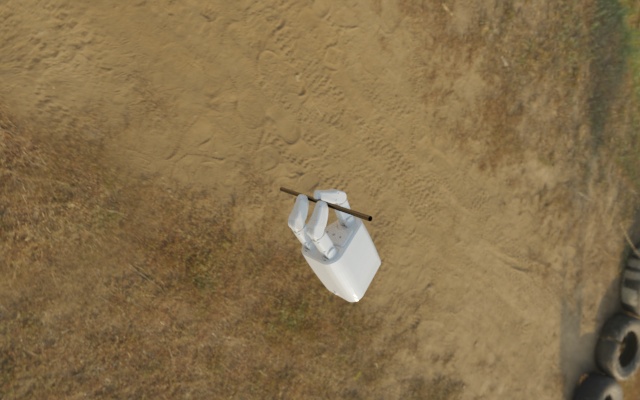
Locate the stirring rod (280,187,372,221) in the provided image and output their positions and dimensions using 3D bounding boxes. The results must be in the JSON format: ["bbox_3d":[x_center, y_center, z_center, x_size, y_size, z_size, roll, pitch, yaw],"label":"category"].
[{"bbox_3d":[0.000,0.003,0.776,0.011,0.011,0.239,0,11,-37],"label":"stirring rod"}]
